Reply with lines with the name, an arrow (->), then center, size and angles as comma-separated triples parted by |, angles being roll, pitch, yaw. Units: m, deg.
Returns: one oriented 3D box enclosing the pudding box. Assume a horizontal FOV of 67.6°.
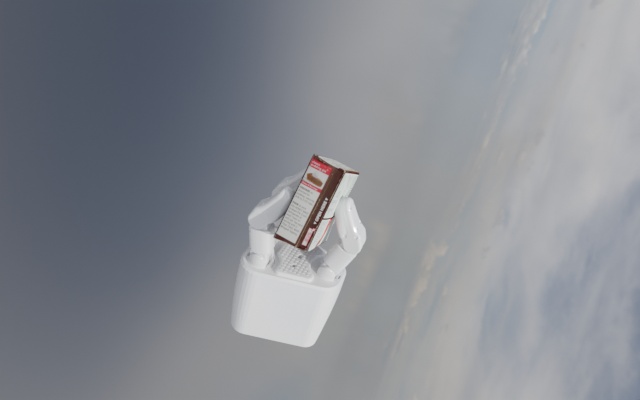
pudding box -> 0.000, 0.002, 0.496 | 0.039, 0.090, 0.113 | 26, 7, 8
